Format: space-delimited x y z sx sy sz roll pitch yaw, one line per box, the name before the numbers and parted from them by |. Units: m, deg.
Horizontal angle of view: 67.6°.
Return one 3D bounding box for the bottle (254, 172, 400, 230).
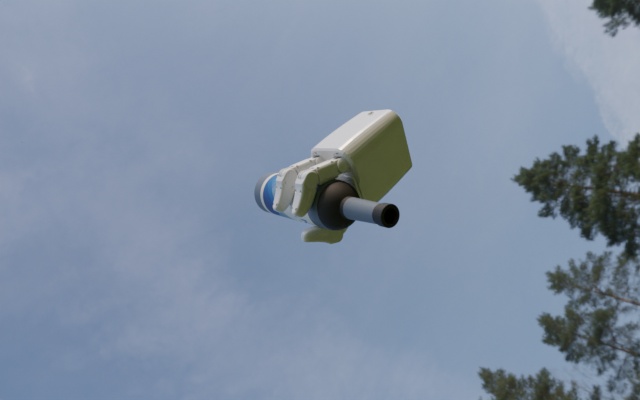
bottle | 0.000 0.002 0.652 0.069 0.069 0.295 0 6 -32
